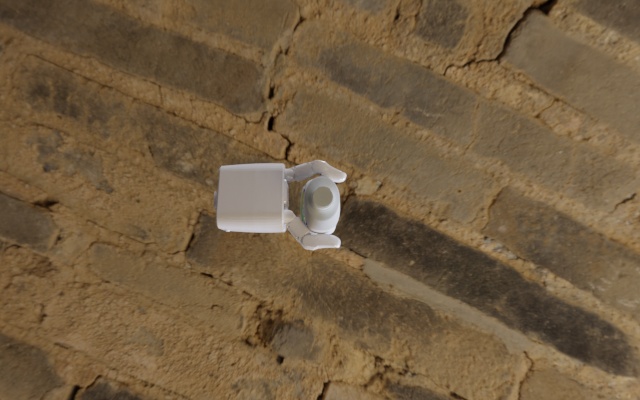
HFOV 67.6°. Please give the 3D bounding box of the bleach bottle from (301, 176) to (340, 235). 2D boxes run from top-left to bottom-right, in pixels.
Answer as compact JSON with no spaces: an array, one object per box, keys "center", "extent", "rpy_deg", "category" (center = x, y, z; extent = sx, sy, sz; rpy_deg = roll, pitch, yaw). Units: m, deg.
[{"center":[0.000,0.003,0.769],"extent":[0.068,0.102,0.251],"rpy_deg":[-1,-7,-2],"category":"bleach bottle"}]
